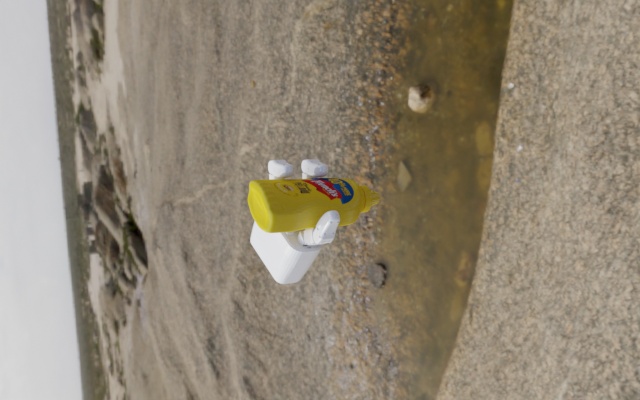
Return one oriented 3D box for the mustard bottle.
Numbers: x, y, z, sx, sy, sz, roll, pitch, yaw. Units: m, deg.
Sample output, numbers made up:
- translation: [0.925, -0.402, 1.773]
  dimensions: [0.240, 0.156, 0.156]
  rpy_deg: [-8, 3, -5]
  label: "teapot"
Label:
- translation: [0.000, 0.002, 0.683]
  dimensions: [0.191, 0.058, 0.096]
  rpy_deg: [-3, 29, -26]
  label: "mustard bottle"
